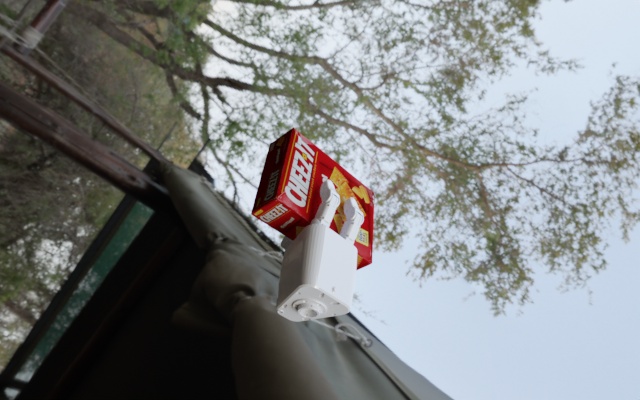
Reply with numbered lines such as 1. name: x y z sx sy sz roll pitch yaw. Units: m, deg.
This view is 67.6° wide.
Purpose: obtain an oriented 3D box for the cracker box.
1. cracker box: 0.000 0.003 0.811 0.214 0.164 0.072 37 -48 -29
